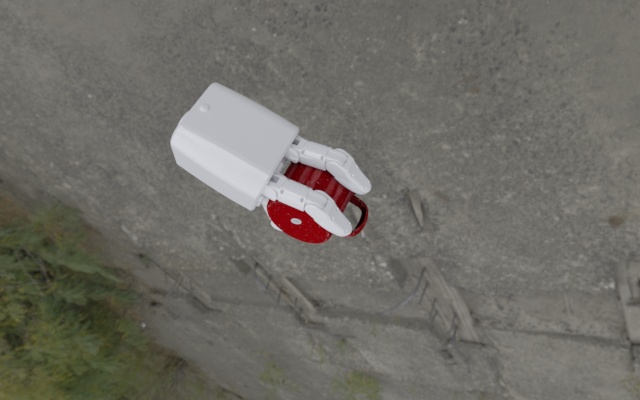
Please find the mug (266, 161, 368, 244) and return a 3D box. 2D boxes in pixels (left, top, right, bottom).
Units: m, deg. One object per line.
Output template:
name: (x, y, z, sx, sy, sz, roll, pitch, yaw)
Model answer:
mug: (0.001, 0.003, 0.554, 0.117, 0.081, 0.093, 30, -30, -4)
